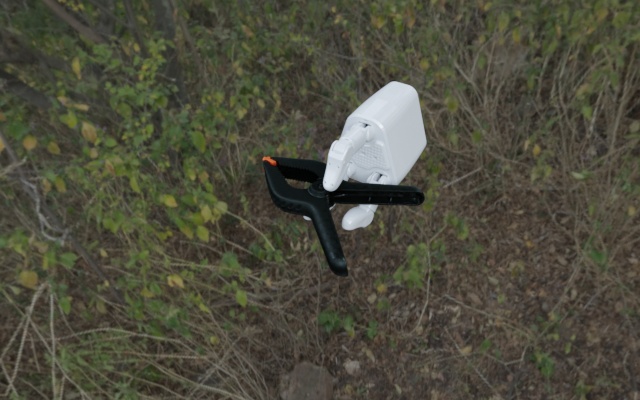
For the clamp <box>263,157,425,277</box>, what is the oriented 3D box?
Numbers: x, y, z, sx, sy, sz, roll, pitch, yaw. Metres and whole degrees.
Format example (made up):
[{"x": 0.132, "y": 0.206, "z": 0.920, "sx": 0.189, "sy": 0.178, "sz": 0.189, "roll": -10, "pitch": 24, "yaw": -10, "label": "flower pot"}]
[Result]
[{"x": 0.000, "y": 0.001, "z": 0.589, "sx": 0.210, "sy": 0.036, "sz": 0.164, "roll": 24, "pitch": 47, "yaw": 25, "label": "clamp"}]
